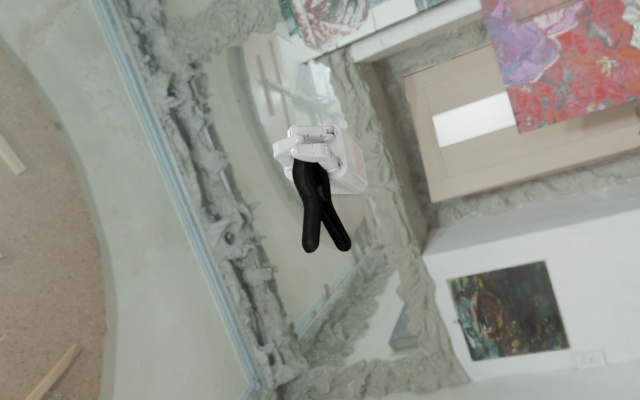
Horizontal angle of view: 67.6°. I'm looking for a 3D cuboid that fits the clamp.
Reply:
[{"bbox_3d":[-0.001,0.002,0.712,0.039,0.171,0.120,-16,-21,22],"label":"clamp"}]
